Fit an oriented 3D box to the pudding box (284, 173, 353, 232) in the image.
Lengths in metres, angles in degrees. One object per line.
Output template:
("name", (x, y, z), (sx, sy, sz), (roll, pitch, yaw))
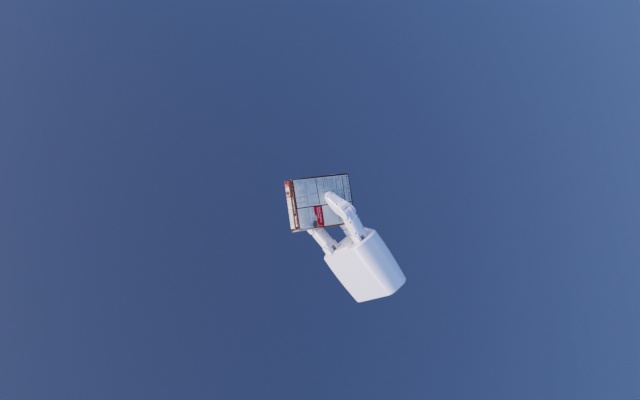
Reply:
("pudding box", (0.000, 0.003, 0.828), (0.113, 0.090, 0.039), (-7, -4, -25))
